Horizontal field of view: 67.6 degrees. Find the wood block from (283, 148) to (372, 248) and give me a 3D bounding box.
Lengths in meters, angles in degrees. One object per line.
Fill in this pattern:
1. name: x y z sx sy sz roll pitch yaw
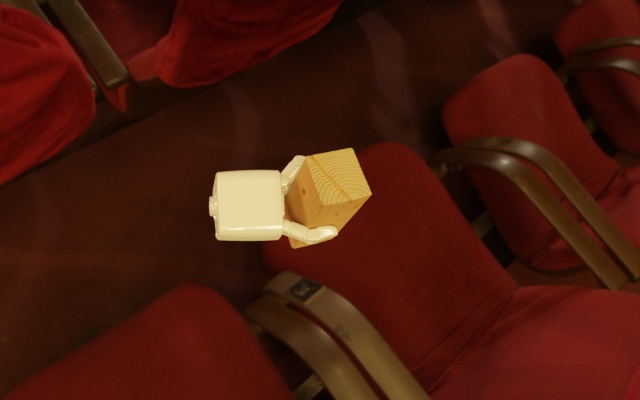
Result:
1. wood block: 0.000 0.003 0.849 0.090 0.090 0.206 -13 -19 -22
